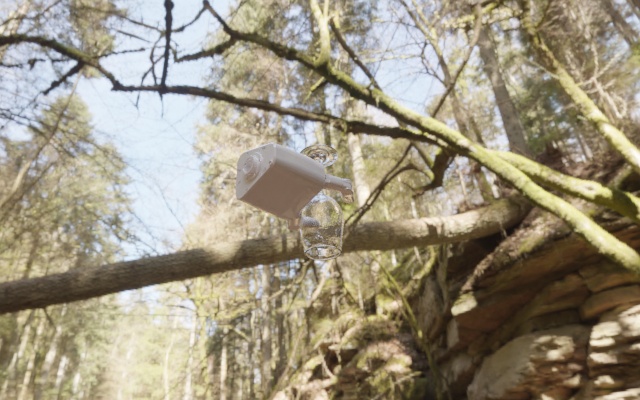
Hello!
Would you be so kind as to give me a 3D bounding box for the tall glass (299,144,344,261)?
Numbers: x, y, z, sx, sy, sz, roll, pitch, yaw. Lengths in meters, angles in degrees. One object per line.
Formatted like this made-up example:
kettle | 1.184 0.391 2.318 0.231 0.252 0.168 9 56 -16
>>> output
tall glass | 0.000 0.002 0.849 0.079 0.201 0.079 -2 -29 -1
